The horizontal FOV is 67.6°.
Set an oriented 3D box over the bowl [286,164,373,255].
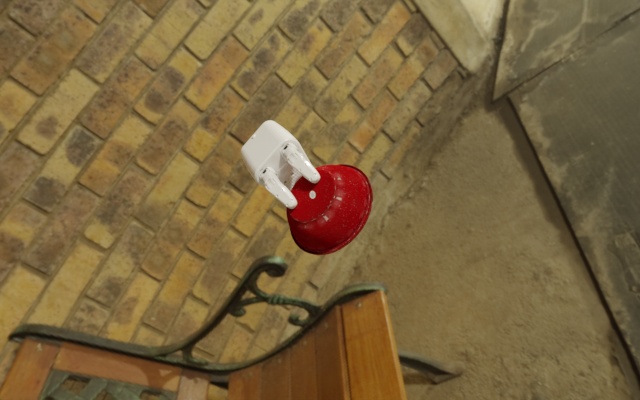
[{"bbox_3d":[0.001,0.003,0.759,0.162,0.162,0.055,0,-24,37],"label":"bowl"}]
